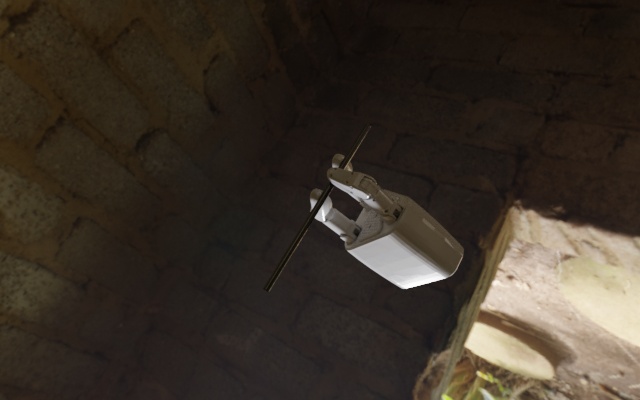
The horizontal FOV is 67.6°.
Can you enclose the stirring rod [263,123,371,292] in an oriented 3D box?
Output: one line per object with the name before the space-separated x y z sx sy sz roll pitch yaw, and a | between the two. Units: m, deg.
stirring rod | 0.000 0.002 0.563 0.011 0.239 0.011 28 -19 11
